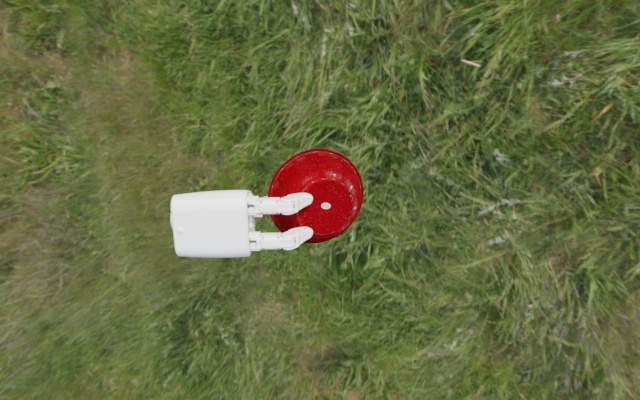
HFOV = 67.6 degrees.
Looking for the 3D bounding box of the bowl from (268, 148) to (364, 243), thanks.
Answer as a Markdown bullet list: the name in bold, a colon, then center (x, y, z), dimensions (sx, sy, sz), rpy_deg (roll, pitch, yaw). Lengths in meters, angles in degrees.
- **bowl**: center (0.001, 0.002, 0.753), dimensions (0.162, 0.162, 0.055), rpy_deg (0, 18, -16)
